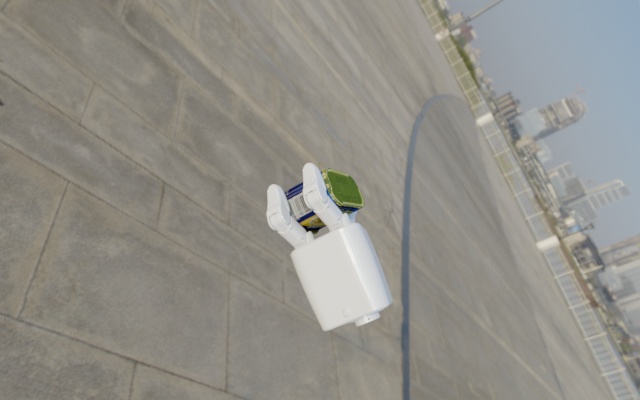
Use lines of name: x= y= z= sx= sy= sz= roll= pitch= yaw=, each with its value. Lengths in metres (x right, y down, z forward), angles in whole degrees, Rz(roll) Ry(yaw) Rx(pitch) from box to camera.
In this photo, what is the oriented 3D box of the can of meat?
can of meat: x=0.000 y=0.002 z=0.632 sx=0.084 sy=0.057 sz=0.102 roll=-28 pitch=-16 yaw=23
